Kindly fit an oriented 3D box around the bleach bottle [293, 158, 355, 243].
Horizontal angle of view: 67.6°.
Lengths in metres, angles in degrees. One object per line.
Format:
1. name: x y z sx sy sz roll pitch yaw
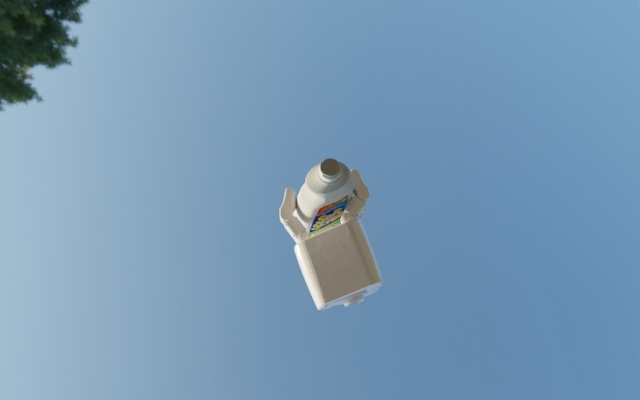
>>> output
1. bleach bottle: 0.000 0.002 0.780 0.102 0.068 0.251 -19 -20 -10
